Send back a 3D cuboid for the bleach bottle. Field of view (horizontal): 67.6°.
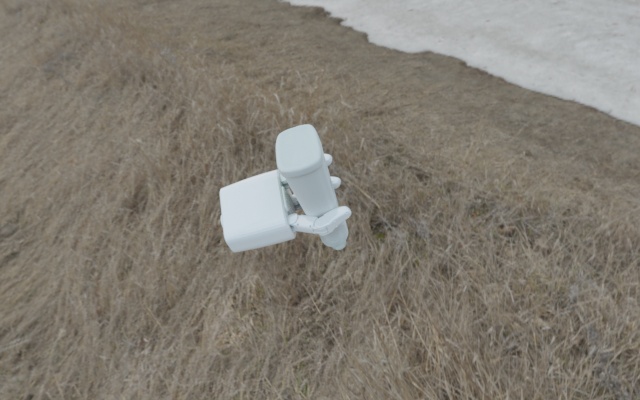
[{"bbox_3d":[0.000,0.002,0.775,0.068,0.102,0.251,-17,-45,6],"label":"bleach bottle"}]
